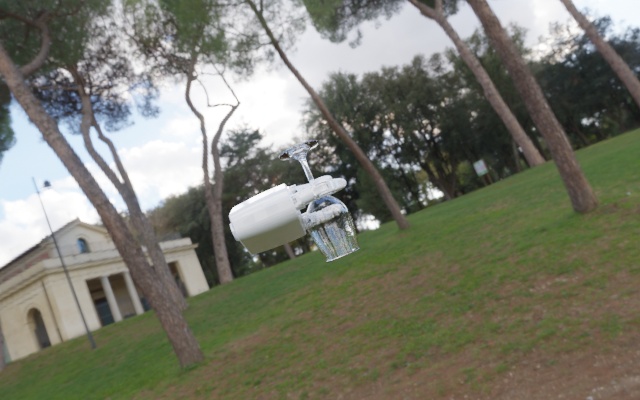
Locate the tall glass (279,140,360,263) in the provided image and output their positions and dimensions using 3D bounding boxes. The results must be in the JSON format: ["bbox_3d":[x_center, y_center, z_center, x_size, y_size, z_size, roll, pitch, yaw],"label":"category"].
[{"bbox_3d":[0.000,0.002,0.818,0.079,0.201,0.079,-23,-8,-3],"label":"tall glass"}]
